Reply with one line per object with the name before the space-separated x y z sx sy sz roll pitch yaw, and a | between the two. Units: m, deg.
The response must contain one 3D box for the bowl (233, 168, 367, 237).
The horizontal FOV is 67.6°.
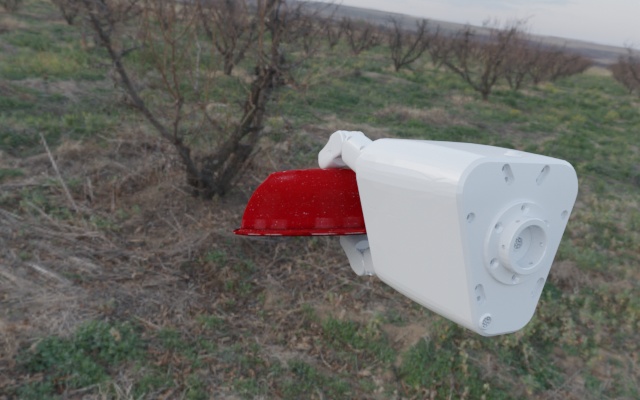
bowl | -0.001 0.001 0.444 0.162 0.055 0.162 -2 -1 0
